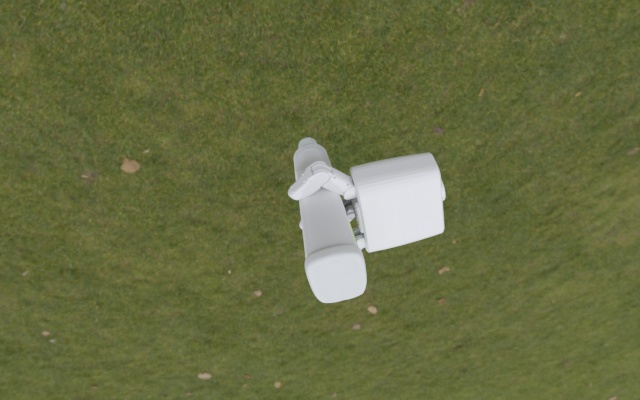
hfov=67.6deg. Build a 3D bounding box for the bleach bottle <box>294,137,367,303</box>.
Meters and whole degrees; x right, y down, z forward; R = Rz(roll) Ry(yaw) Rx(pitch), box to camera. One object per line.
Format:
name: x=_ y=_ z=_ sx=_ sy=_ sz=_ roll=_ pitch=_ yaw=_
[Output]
bleach bottle: x=0.000 y=0.002 z=0.630 sx=0.068 sy=0.250 sz=0.103 roll=-13 pitch=-41 yaw=0
